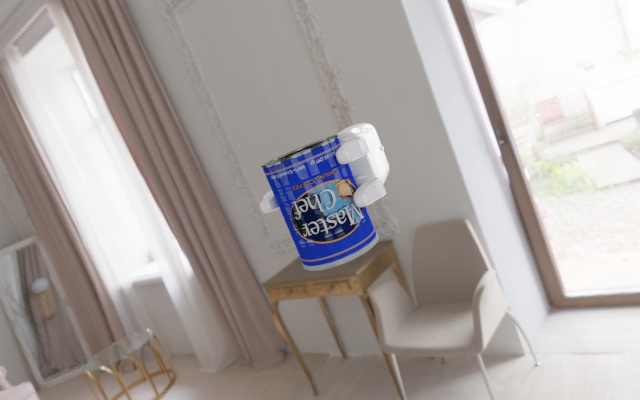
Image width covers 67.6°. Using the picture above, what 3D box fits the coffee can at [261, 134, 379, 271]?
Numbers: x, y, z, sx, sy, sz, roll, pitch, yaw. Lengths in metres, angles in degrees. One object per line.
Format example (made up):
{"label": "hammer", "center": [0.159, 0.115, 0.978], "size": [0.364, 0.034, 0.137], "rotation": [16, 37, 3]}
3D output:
{"label": "coffee can", "center": [0.000, 0.002, 0.595], "size": [0.103, 0.140, 0.103], "rotation": [-22, 10, 4]}
